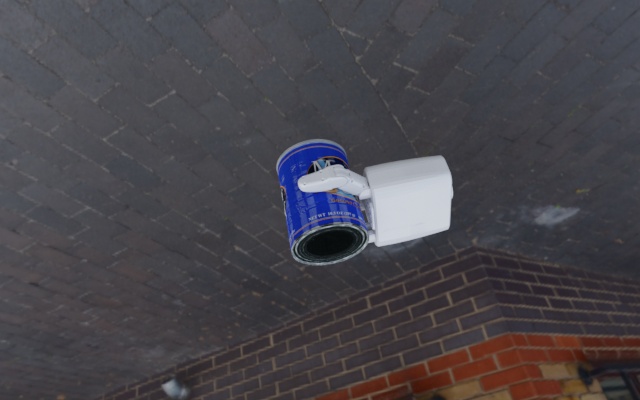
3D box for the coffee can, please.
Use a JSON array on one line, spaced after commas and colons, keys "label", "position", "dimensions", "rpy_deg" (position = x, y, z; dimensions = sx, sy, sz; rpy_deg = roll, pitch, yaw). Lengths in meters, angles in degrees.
[{"label": "coffee can", "position": [0.000, 0.002, 0.649], "dimensions": [0.103, 0.140, 0.103], "rpy_deg": [-9, -34, -6]}]
